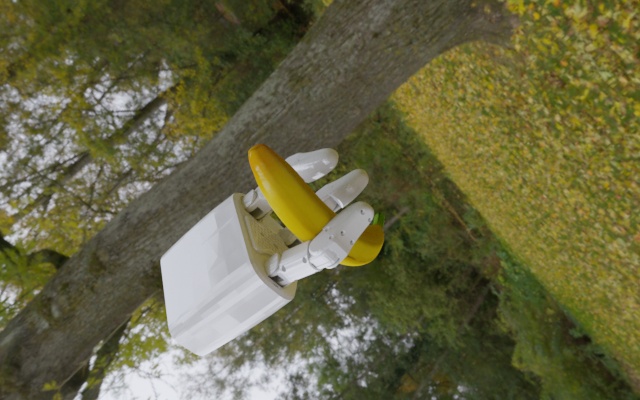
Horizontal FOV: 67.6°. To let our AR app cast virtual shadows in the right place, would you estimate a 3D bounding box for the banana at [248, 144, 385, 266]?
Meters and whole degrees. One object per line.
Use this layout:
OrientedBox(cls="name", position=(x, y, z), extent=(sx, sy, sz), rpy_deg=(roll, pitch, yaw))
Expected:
OrientedBox(cls="banana", position=(0.006, 0.018, 0.421), extent=(0.037, 0.069, 0.198), rpy_deg=(-30, -34, 23))
